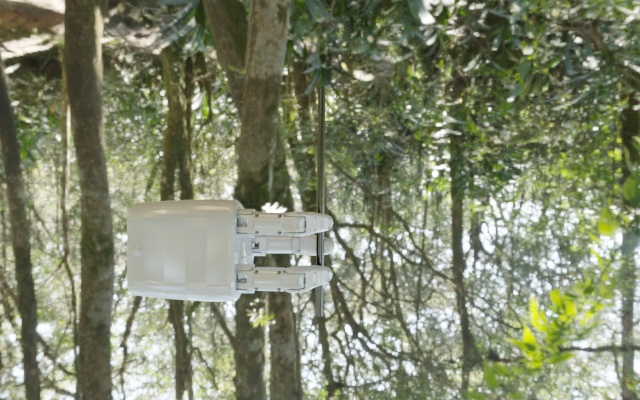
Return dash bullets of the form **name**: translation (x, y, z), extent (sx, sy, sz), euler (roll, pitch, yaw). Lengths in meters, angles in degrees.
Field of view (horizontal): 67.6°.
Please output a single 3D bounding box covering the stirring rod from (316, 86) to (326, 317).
- **stirring rod**: translation (0.000, 0.002, 0.502), extent (0.011, 0.239, 0.011), euler (1, 1, 0)
